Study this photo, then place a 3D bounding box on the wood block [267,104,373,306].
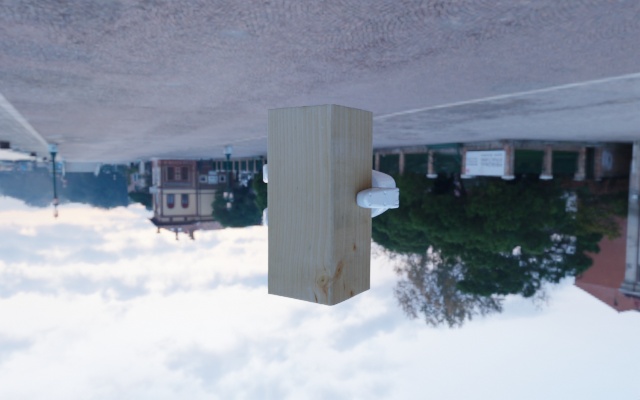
[{"bbox_3d":[0.001,0.002,0.541,0.091,0.206,0.090,3,5,34],"label":"wood block"}]
